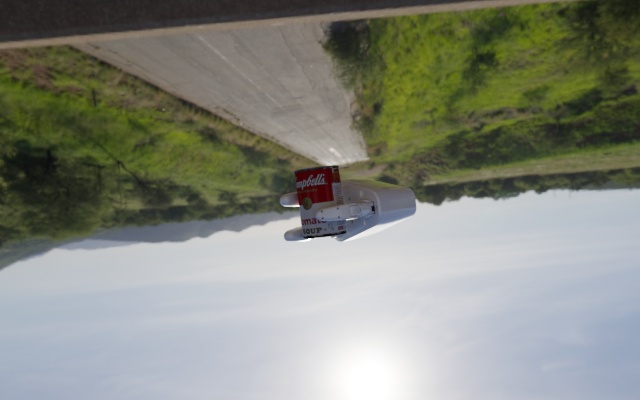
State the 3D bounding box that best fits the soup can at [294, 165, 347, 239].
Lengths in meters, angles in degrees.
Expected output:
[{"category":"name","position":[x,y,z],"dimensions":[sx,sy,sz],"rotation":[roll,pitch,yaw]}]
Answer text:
[{"category":"soup can","position":[0.000,0.003,0.715],"dimensions":[0.068,0.102,0.068],"rotation":[-7,0,0]}]
